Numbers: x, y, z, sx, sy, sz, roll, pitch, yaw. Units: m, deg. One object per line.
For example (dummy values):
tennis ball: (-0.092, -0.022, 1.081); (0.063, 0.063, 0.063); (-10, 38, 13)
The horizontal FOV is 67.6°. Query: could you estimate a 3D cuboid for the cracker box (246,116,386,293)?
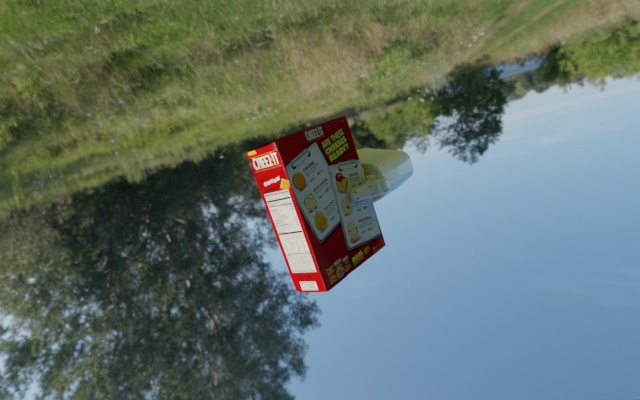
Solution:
cracker box: (0.000, 0.002, 0.696); (0.072, 0.214, 0.164); (-11, 12, 41)
